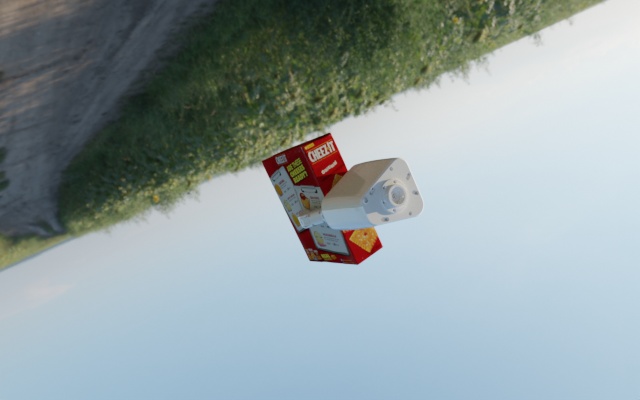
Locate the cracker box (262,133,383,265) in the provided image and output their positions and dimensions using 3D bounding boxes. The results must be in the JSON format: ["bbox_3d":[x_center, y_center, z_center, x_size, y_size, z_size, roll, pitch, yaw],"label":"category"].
[{"bbox_3d":[0.000,0.003,0.835,0.072,0.214,0.164,-30,11,-28],"label":"cracker box"}]
